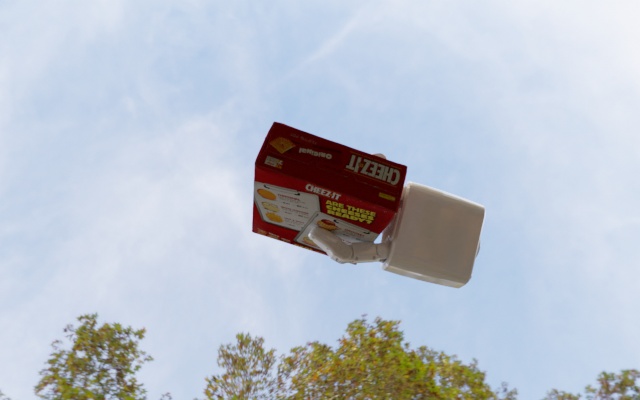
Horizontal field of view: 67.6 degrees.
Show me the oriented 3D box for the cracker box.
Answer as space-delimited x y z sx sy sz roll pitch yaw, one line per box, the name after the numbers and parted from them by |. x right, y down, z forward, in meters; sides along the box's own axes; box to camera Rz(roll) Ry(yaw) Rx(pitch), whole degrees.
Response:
0.000 0.002 0.616 0.164 0.072 0.214 18 -25 -1 | cracker box
